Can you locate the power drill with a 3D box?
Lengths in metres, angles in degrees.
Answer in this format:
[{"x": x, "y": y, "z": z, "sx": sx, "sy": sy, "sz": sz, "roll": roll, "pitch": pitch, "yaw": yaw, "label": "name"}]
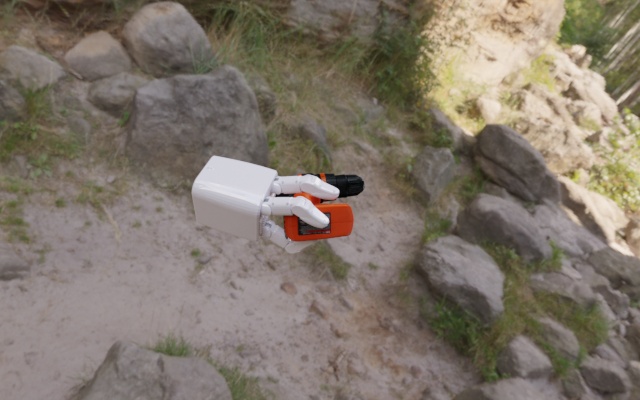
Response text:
[{"x": 0.000, "y": 0.003, "z": 0.802, "sx": 0.184, "sy": 0.057, "sz": 0.187, "roll": -7, "pitch": 20, "yaw": -7, "label": "power drill"}]
